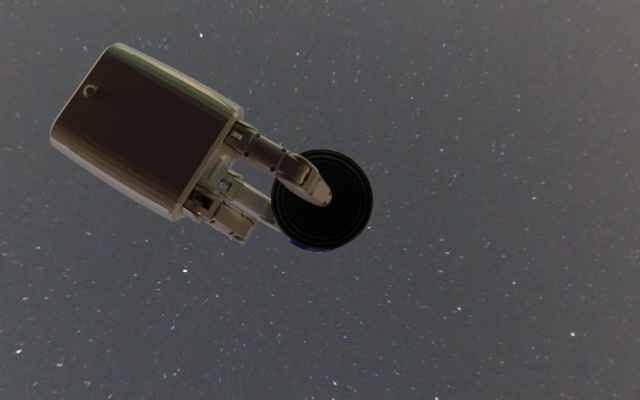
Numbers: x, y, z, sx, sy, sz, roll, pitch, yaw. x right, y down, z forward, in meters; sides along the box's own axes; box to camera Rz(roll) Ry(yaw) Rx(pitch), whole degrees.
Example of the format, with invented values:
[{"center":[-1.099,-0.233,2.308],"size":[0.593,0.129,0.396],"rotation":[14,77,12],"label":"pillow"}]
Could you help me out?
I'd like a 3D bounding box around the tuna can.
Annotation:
[{"center":[0.000,0.002,0.413],"size":[0.086,0.086,0.034],"rotation":[0,-11,-6],"label":"tuna can"}]
